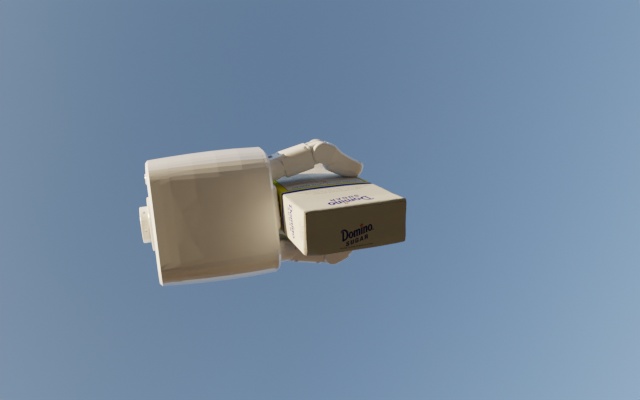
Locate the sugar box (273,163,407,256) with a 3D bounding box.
[{"bbox_3d":[0.000,0.002,0.464,0.093,0.048,0.176,-7,19,-18],"label":"sugar box"}]
